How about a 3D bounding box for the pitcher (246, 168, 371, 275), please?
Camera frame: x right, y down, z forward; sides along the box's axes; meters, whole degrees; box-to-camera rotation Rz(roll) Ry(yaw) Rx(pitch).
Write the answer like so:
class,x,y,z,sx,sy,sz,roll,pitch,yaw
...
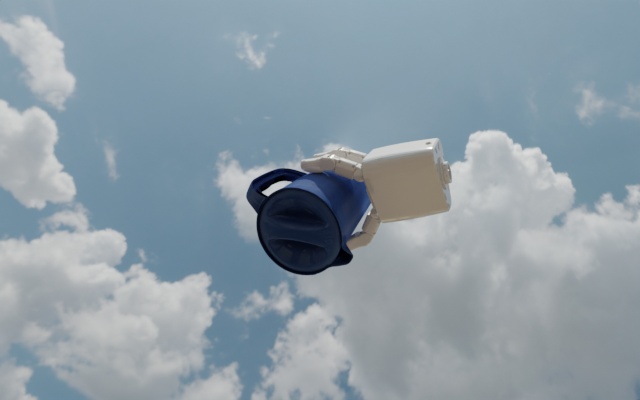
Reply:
class,x,y,z,sx,sy,sz,roll,pitch,yaw
pitcher,0.000,0.003,0.770,0.145,0.149,0.242,-12,14,25
